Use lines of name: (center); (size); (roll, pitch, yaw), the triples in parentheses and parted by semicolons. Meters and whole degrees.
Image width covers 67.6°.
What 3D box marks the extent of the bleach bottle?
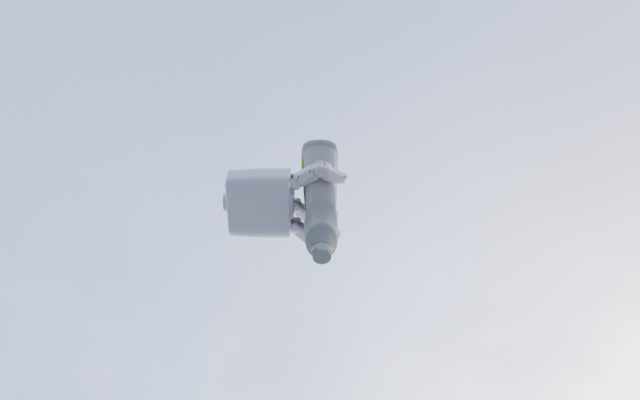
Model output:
bleach bottle: (0.000, 0.003, 0.801); (0.068, 0.103, 0.250); (0, 37, -1)
